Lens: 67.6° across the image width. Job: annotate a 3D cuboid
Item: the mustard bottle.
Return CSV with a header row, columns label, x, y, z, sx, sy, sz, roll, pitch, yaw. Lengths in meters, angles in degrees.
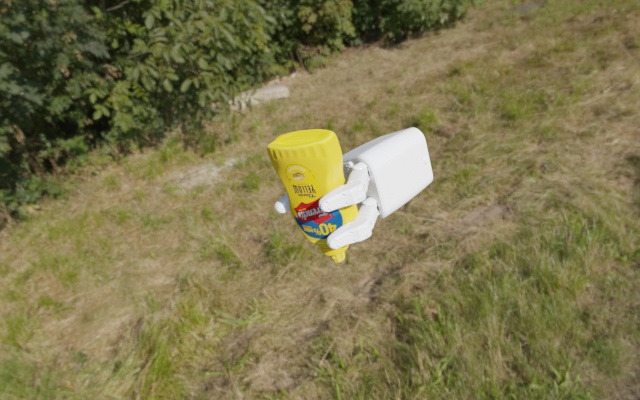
label,x,y,z,sx,sy,sz,roll,pitch,yaw
mustard bottle,0.000,0.002,0.643,0.096,0.192,0.058,0,31,33
